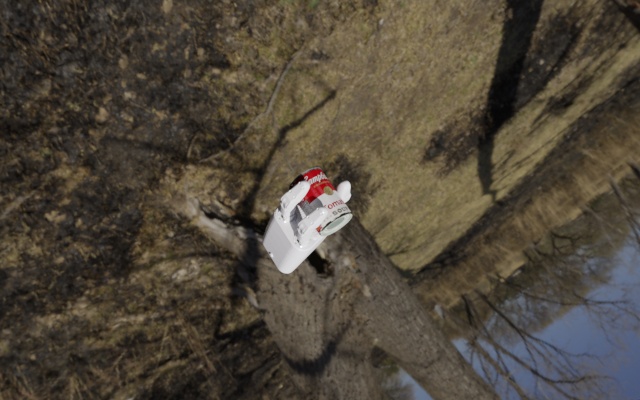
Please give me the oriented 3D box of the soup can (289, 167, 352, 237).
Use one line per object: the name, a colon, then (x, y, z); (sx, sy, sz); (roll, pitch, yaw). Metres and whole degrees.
soup can: (0.001, 0.003, 0.825); (0.068, 0.102, 0.068); (-31, -18, -11)
